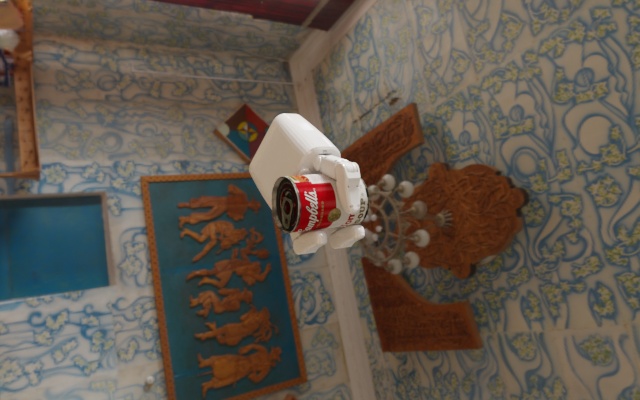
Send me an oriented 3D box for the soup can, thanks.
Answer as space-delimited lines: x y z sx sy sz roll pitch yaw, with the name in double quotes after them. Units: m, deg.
0.001 0.002 0.585 0.102 0.068 0.068 -5 2 -32 "soup can"
